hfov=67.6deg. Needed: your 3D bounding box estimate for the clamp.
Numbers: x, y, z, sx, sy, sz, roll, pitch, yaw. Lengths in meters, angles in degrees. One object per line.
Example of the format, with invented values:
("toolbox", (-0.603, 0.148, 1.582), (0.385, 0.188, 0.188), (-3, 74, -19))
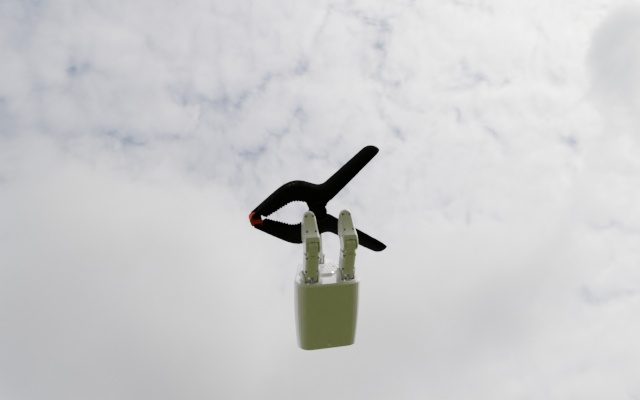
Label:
("clamp", (-0.001, 0.002, 0.702), (0.210, 0.164, 0.036), (-2, 12, -13))
